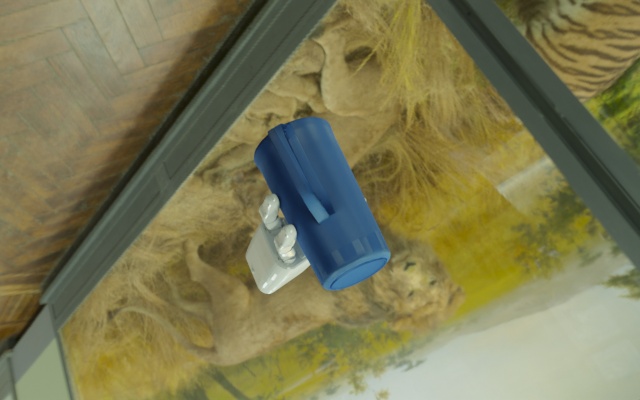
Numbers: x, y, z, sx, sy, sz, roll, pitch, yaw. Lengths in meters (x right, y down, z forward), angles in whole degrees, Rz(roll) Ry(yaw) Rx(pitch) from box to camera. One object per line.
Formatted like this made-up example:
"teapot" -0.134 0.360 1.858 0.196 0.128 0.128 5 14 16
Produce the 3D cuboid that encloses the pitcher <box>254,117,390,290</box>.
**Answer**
"pitcher" 0.000 0.002 0.706 0.149 0.242 0.145 -10 -28 -35
